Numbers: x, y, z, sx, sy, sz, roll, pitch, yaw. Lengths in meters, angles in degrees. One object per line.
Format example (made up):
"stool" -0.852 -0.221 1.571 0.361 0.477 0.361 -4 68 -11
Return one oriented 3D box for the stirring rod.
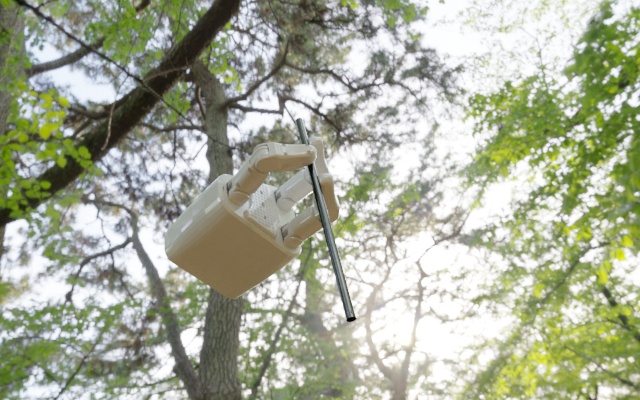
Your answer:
"stirring rod" 0.000 0.002 0.436 0.011 0.239 0.011 -8 -41 -7
